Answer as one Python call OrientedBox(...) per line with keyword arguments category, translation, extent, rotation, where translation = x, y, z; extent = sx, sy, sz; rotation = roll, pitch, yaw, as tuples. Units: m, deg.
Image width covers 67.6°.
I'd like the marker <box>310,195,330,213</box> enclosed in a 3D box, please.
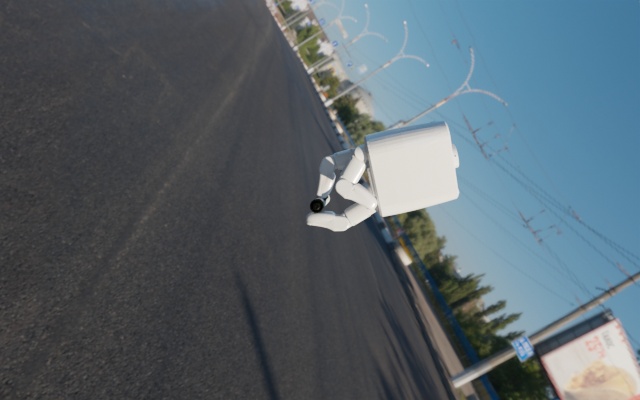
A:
OrientedBox(category="marker", translation=(0.000, 0.002, 0.697), extent=(0.020, 0.020, 0.121), rotation=(0, 5, 5))
